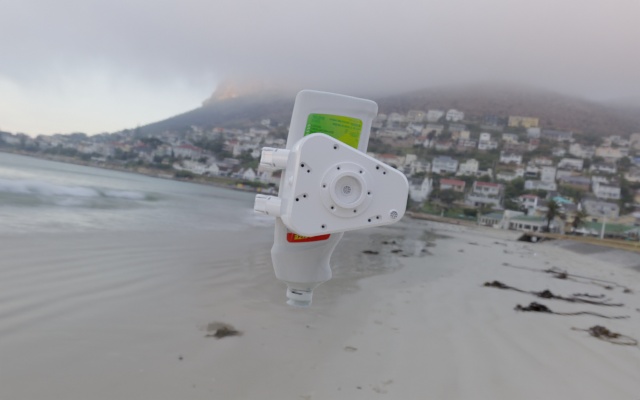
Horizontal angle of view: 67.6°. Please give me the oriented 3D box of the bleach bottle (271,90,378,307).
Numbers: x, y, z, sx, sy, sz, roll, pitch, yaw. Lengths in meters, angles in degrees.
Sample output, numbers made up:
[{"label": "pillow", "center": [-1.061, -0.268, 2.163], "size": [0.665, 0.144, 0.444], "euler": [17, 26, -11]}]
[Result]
[{"label": "bleach bottle", "center": [0.000, 0.002, 0.574], "size": [0.102, 0.251, 0.068], "euler": [8, 0, -7]}]
